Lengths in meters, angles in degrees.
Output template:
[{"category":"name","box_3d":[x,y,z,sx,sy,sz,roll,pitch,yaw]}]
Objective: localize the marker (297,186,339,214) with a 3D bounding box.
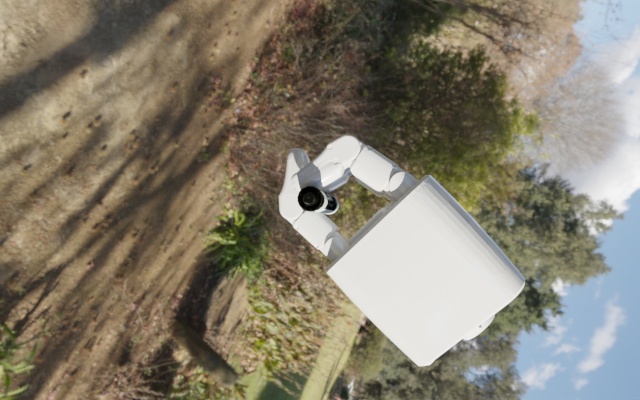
[{"category":"marker","box_3d":[0.000,0.001,0.401,0.020,0.020,0.121,0,-3,8]}]
